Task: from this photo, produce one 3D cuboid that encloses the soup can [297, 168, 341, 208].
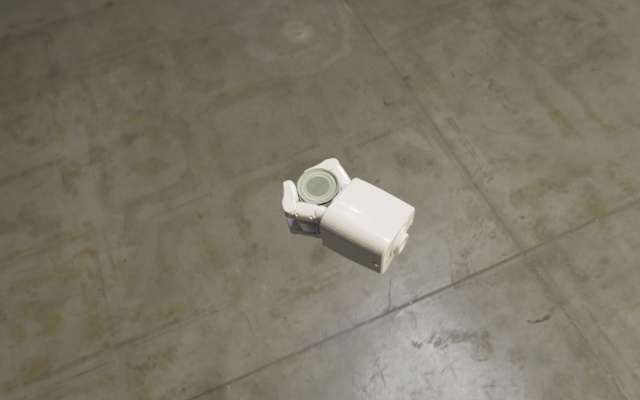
[{"bbox_3d":[0.000,0.002,0.768,0.068,0.068,0.102,0,-30,5],"label":"soup can"}]
